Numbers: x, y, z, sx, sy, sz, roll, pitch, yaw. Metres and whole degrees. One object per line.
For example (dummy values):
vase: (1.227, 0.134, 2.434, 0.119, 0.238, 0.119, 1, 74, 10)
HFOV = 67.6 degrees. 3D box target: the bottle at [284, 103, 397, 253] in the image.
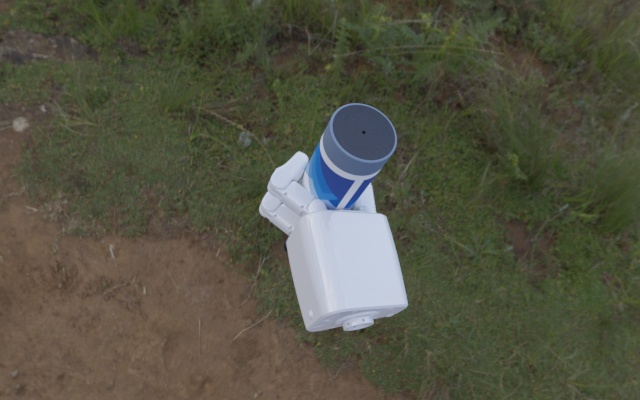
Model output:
bottle: (0.000, 0.002, 0.567, 0.069, 0.069, 0.296, 0, -26, -18)
